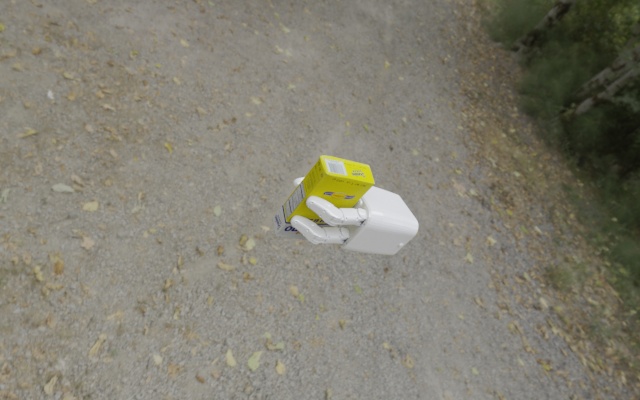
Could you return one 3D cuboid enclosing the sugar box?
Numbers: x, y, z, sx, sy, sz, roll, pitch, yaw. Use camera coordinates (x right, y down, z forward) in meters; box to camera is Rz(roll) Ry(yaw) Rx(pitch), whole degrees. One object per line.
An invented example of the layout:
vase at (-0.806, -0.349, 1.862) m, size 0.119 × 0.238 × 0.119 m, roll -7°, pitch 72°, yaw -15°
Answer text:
sugar box at (0.000, 0.003, 0.784) m, size 0.093 × 0.048 × 0.176 m, roll 10°, pitch -43°, yaw -29°
